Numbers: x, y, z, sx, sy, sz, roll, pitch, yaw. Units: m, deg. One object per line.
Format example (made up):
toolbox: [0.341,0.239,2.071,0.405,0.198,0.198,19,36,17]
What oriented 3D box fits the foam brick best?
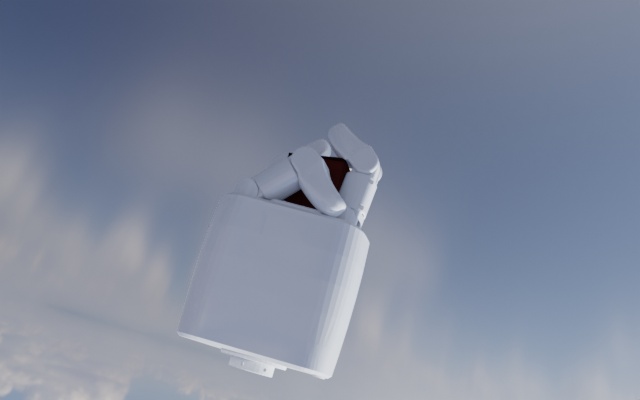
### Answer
foam brick: [0.000,0.001,0.409,0.053,0.051,0.078,8,-21,21]
